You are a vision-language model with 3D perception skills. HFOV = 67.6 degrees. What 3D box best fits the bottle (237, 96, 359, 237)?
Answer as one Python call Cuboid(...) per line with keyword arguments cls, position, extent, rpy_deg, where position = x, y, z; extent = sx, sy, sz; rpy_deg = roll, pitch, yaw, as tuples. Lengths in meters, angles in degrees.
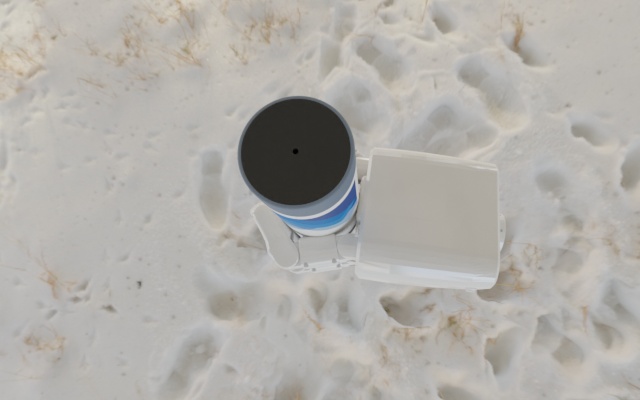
Cuboid(cls="bottle", position=(0.000, 0.001, 0.408), extent=(0.069, 0.069, 0.296), rpy_deg=(0, -11, 6))
